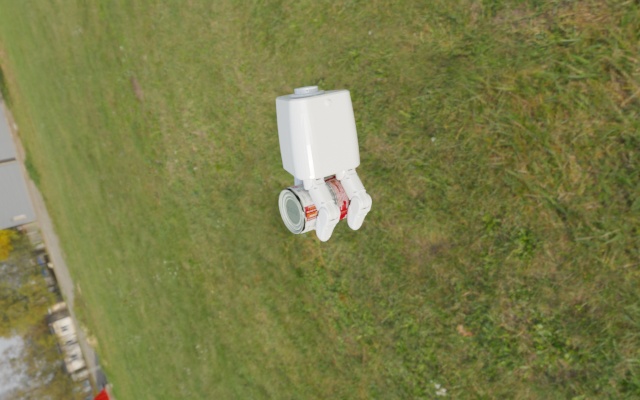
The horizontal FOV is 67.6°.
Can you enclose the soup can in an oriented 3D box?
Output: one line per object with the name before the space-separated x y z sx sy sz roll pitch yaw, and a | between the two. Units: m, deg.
soup can | 0.000 0.003 0.686 0.102 0.068 0.068 -18 9 -31
